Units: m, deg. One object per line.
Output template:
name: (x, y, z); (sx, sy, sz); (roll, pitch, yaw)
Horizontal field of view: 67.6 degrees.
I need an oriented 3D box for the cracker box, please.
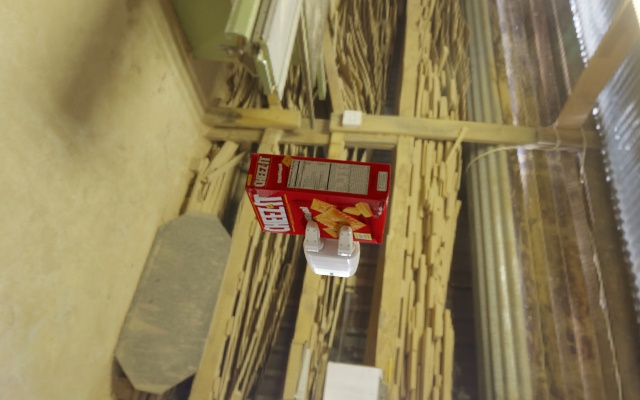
cracker box: (0.000, 0.002, 0.771); (0.213, 0.072, 0.164); (5, -27, 6)
